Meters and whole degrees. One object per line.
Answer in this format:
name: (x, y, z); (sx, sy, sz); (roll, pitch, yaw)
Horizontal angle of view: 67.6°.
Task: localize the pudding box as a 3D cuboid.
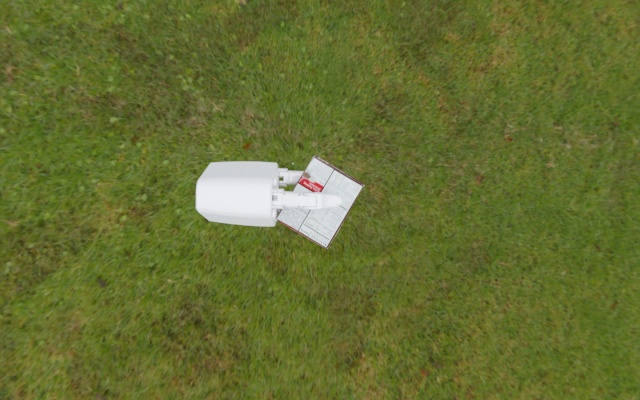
pudding box: (0.000, 0.002, 0.710); (0.090, 0.113, 0.039); (31, 5, 0)
